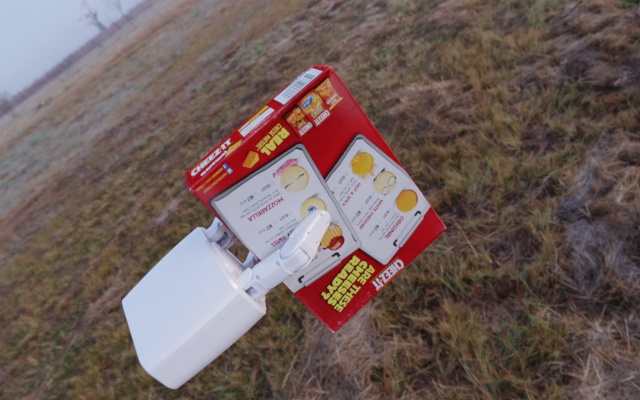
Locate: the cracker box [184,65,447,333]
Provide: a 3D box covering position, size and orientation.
[{"bbox_3d":[0.000,0.001,0.476,0.164,0.214,0.072,-42,26,-3],"label":"cracker box"}]
